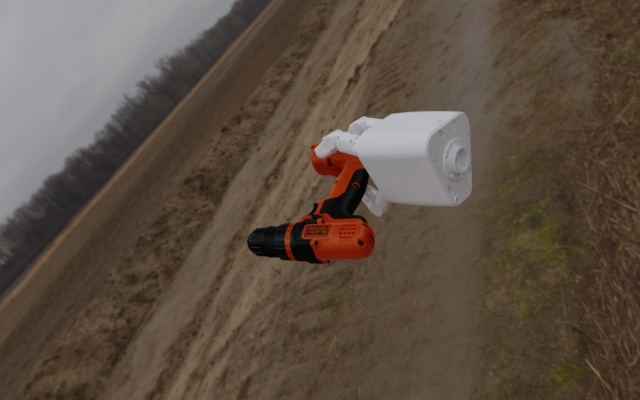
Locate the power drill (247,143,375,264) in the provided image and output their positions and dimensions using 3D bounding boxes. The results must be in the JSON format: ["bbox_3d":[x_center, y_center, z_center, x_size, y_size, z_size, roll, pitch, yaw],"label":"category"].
[{"bbox_3d":[0.000,0.002,0.666,0.184,0.187,0.057,-2,-38,27],"label":"power drill"}]
